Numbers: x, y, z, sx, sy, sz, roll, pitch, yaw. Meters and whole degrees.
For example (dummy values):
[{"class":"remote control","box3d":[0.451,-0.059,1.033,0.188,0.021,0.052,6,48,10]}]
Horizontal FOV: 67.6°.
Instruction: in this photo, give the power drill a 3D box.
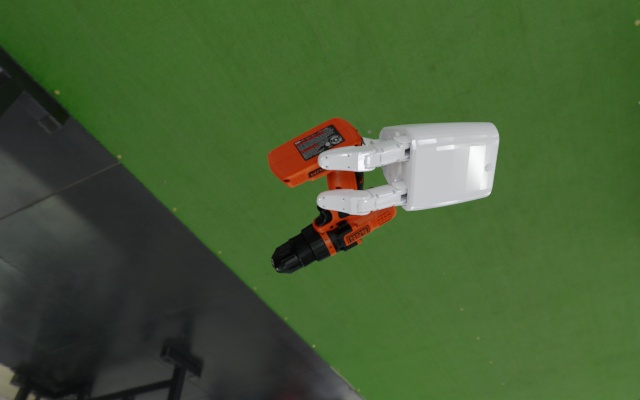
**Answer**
[{"class":"power drill","box3d":[0.000,0.002,0.592,0.184,0.057,0.188,-30,-39,-7]}]
